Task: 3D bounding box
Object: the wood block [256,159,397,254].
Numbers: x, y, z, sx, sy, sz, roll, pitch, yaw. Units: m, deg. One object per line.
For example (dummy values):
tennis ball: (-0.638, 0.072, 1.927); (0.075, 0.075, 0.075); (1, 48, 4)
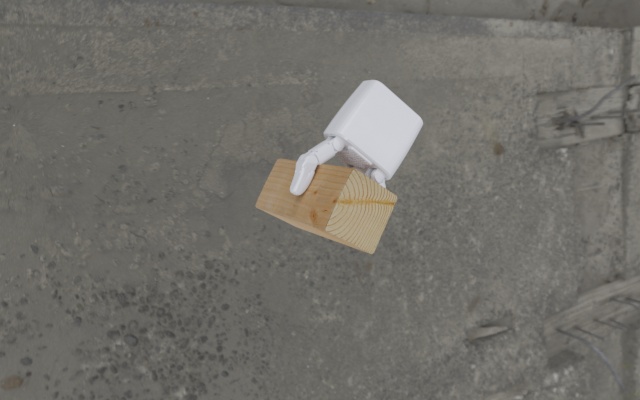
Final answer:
wood block: (0.000, 0.002, 0.705); (0.091, 0.090, 0.206); (30, -9, -32)
